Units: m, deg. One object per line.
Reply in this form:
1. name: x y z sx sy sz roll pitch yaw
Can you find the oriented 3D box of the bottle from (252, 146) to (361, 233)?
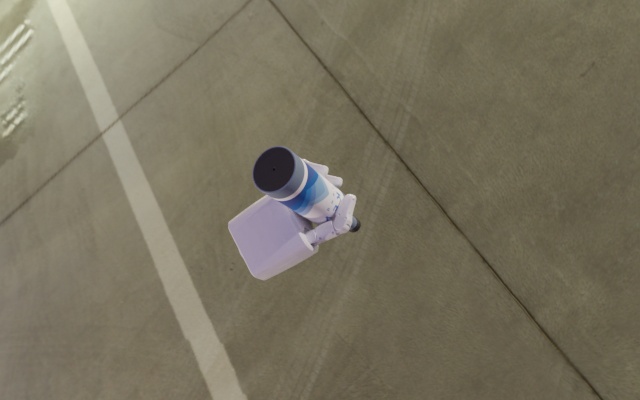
1. bottle: 0.000 0.002 0.748 0.069 0.069 0.296 0 -17 26
